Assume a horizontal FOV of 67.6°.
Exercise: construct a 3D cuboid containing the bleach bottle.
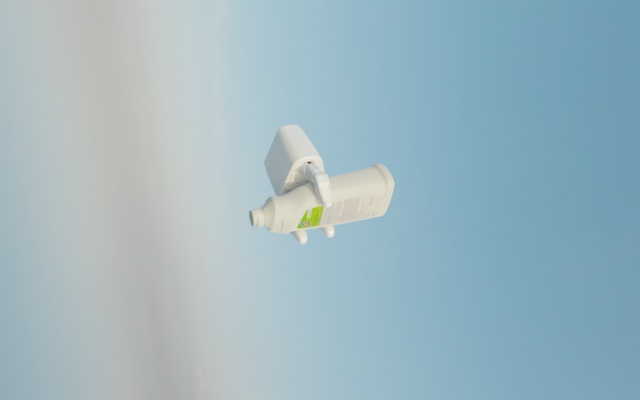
[{"bbox_3d":[0.000,0.003,0.839,0.251,0.103,0.068,-11,47,-21],"label":"bleach bottle"}]
